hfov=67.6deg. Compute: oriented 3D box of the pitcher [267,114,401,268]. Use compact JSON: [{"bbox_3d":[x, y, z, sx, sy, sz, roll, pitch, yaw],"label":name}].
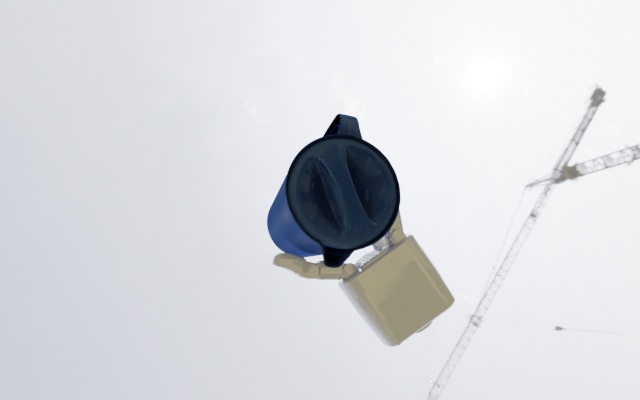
[{"bbox_3d":[0.000,0.002,0.636,0.149,0.145,0.243,-38,0,-19],"label":"pitcher"}]
